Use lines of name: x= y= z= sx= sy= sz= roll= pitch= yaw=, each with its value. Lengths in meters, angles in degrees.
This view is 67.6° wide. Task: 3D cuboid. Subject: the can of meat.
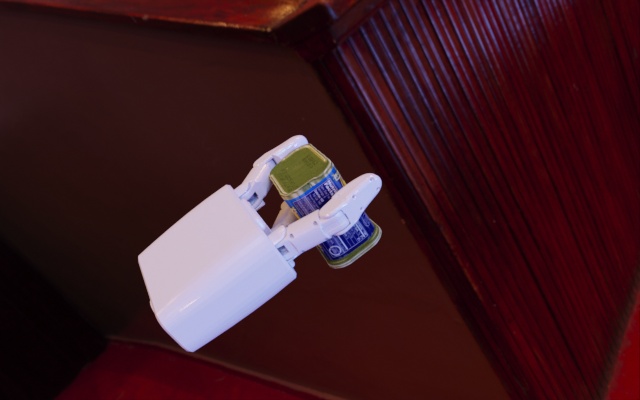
can of meat: x=0.000 y=0.001 z=0.442 sx=0.057 sy=0.084 sz=0.102 roll=-36 pitch=24 yaw=-3
